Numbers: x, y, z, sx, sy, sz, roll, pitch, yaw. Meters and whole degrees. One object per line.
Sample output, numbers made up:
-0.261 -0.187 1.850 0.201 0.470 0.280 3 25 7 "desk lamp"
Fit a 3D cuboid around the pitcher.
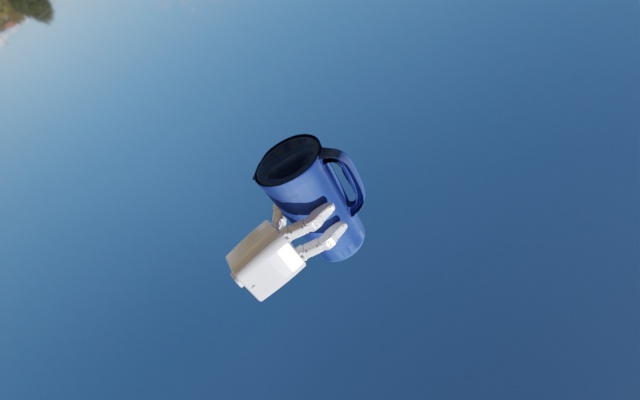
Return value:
0.000 0.003 0.894 0.145 0.243 0.149 -41 37 -10 "pitcher"
